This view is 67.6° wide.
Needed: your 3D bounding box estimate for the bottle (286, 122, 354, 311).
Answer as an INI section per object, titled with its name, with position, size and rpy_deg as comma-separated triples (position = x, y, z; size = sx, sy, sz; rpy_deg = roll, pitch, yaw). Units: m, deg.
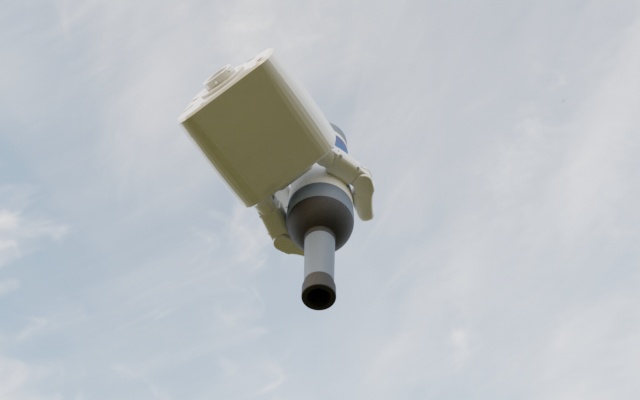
[bottle]
position = 0.000, 0.002, 0.497
size = 0.069, 0.069, 0.295
rpy_deg = 0, 30, 1
